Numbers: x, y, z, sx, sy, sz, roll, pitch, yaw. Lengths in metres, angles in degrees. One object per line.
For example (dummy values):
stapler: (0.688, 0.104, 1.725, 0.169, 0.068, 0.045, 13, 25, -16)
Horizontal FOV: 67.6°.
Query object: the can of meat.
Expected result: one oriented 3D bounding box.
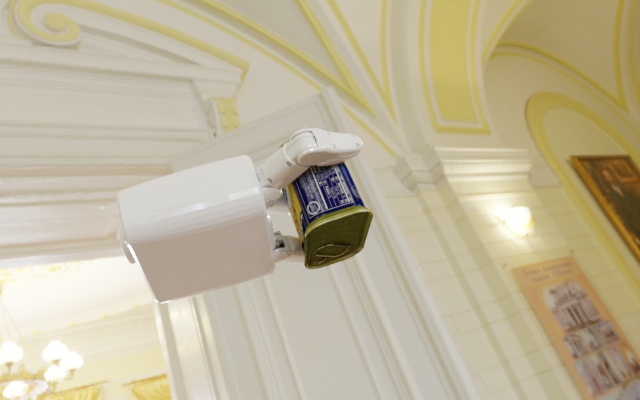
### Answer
can of meat: (0.000, 0.001, 0.420, 0.057, 0.084, 0.102, -17, -26, -10)
